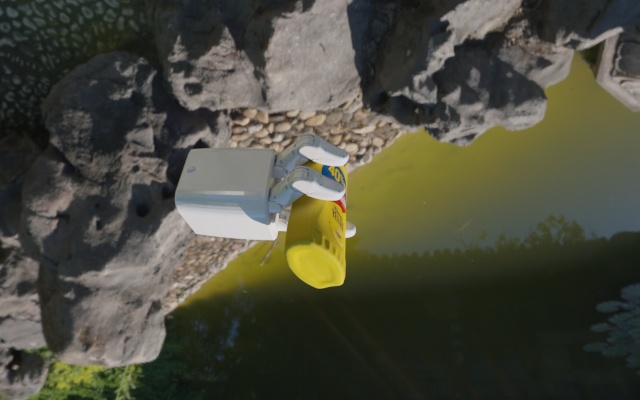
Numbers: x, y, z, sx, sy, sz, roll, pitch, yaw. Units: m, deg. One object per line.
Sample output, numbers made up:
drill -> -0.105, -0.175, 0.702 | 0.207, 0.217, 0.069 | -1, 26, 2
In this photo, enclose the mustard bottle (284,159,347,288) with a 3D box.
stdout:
mustard bottle -> 0.000, 0.002, 0.579 | 0.058, 0.191, 0.096 | -14, -44, 21
